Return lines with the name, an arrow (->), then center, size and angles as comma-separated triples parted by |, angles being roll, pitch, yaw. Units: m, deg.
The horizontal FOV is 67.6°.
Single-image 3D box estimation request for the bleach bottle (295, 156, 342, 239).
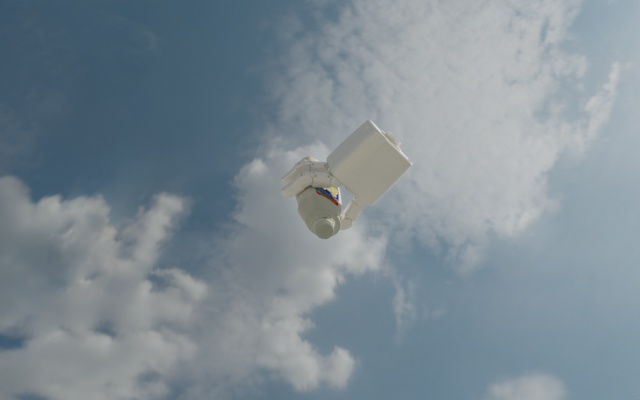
bleach bottle -> 0.000, 0.003, 0.857 | 0.102, 0.068, 0.250 | 39, 14, -20
